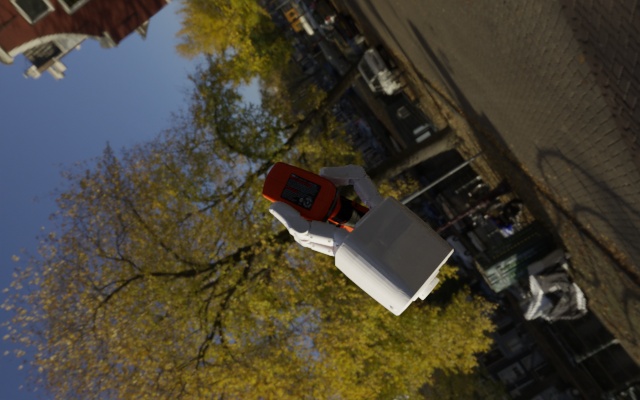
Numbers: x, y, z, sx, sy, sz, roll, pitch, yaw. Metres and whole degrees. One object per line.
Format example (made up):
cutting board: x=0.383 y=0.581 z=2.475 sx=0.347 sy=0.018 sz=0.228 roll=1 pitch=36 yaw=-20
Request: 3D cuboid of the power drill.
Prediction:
power drill: x=0.000 y=0.002 z=0.691 sx=0.184 sy=0.057 sz=0.188 roll=22 pitch=-2 yaw=32
